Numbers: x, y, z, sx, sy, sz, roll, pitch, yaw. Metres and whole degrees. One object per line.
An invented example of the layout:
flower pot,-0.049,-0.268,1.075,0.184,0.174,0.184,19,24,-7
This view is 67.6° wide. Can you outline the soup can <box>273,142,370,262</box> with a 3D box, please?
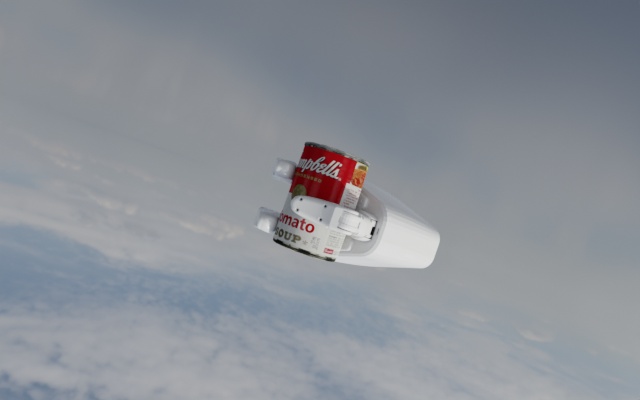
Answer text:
soup can,0.000,0.002,0.470,0.068,0.102,0.068,19,0,0
